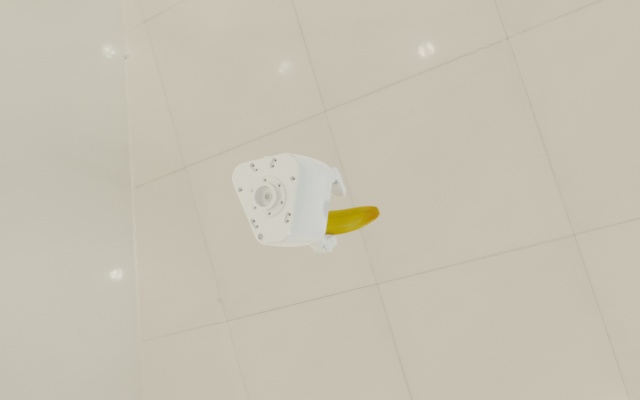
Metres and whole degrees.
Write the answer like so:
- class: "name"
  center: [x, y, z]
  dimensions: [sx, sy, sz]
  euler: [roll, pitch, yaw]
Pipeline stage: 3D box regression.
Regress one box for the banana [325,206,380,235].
- class: "banana"
  center: [-0.008, 0.019, 0.743]
  dimensions: [0.198, 0.069, 0.037]
  euler: [16, -3, 23]
